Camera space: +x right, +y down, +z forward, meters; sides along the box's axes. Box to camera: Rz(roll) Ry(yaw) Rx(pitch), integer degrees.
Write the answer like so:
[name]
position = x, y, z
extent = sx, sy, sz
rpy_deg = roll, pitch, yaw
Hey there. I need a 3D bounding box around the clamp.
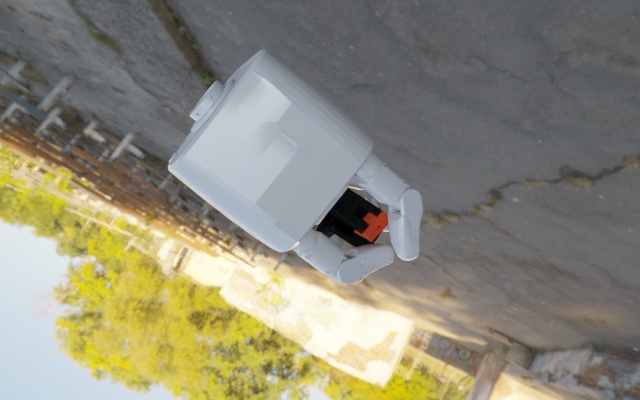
[clamp]
position = 0.000, 0.002, 0.461
extent = 0.120, 0.039, 0.171
rpy_deg = 41, -15, -20
